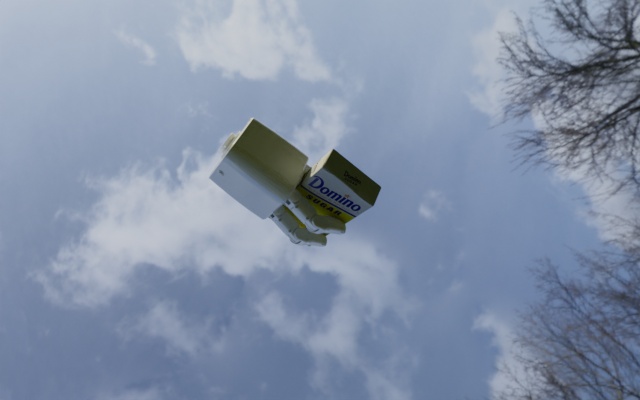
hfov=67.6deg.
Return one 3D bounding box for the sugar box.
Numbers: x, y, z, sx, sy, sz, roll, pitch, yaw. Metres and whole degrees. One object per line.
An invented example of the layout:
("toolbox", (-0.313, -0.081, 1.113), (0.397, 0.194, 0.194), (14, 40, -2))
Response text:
("sugar box", (0.000, 0.003, 0.718), (0.093, 0.048, 0.176), (37, -36, -12))
